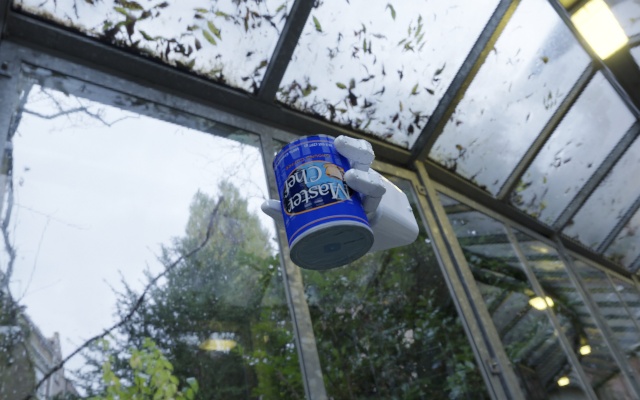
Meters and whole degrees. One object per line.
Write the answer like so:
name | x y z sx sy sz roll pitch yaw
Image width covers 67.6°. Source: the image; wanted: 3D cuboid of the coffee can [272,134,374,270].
coffee can | 0.000 0.002 0.603 0.103 0.140 0.103 -10 -34 -7
